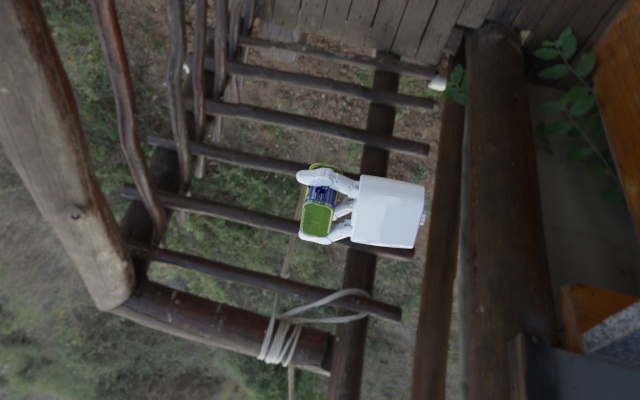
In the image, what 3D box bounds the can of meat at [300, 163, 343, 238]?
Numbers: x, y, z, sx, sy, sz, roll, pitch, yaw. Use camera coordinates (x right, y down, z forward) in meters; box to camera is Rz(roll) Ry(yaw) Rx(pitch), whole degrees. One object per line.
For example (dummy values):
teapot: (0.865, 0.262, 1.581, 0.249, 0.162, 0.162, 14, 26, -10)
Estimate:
can of meat: (0.000, 0.003, 0.805, 0.057, 0.084, 0.102, 10, -37, 1)
